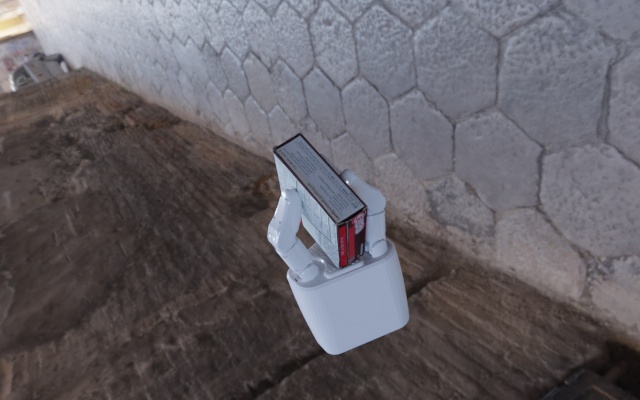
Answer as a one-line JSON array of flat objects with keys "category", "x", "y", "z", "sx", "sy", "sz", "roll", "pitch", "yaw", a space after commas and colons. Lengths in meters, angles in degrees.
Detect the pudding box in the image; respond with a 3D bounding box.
[{"category": "pudding box", "x": 0.000, "y": 0.002, "z": 0.475, "sx": 0.039, "sy": 0.113, "sz": 0.090, "roll": -32, "pitch": -29, "yaw": -18}]
